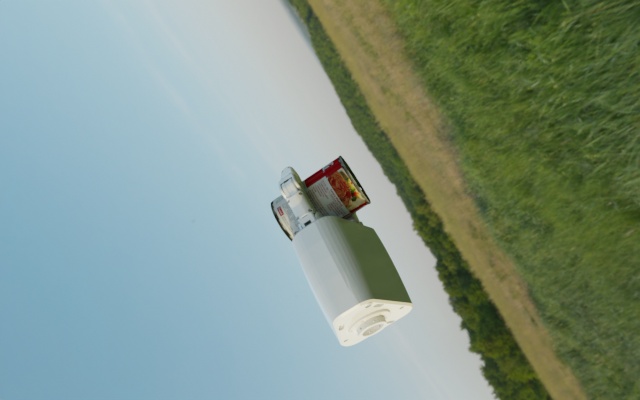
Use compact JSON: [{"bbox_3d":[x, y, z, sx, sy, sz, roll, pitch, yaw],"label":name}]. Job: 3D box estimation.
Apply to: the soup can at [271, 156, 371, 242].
[{"bbox_3d":[0.000,0.002,0.575,0.102,0.068,0.068,-33,-6,9],"label":"soup can"}]
